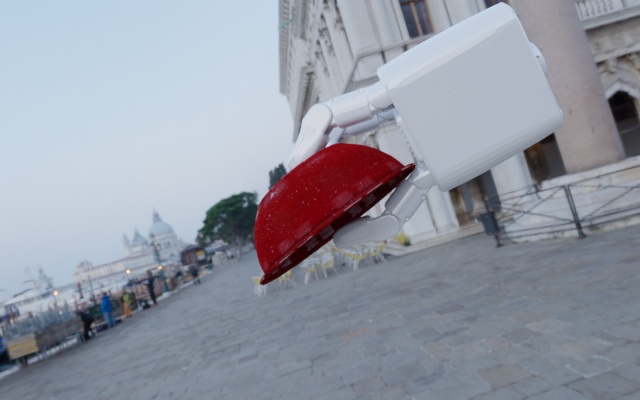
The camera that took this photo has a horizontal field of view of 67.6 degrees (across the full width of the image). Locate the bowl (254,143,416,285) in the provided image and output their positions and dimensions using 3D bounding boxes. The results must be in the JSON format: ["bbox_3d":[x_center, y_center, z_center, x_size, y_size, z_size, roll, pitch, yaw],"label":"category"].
[{"bbox_3d":[-0.001,0.002,0.403,0.162,0.055,0.162,-38,-8,-6],"label":"bowl"}]
